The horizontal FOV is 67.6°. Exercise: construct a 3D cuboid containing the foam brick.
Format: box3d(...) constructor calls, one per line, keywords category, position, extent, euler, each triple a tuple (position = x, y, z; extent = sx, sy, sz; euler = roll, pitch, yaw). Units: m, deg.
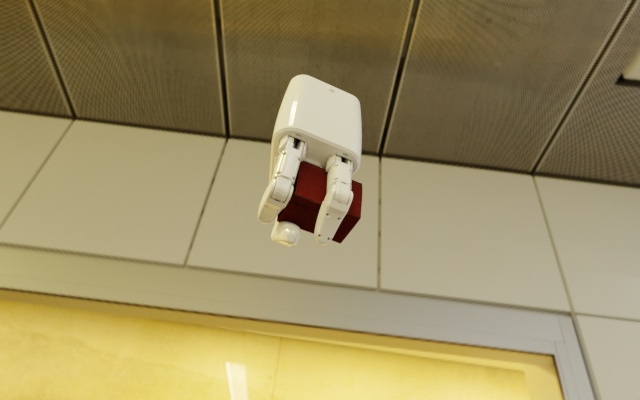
box3d(category="foam brick", position=(0.000, 0.002, 0.515), extent=(0.078, 0.051, 0.053), euler=(21, -43, -15))
